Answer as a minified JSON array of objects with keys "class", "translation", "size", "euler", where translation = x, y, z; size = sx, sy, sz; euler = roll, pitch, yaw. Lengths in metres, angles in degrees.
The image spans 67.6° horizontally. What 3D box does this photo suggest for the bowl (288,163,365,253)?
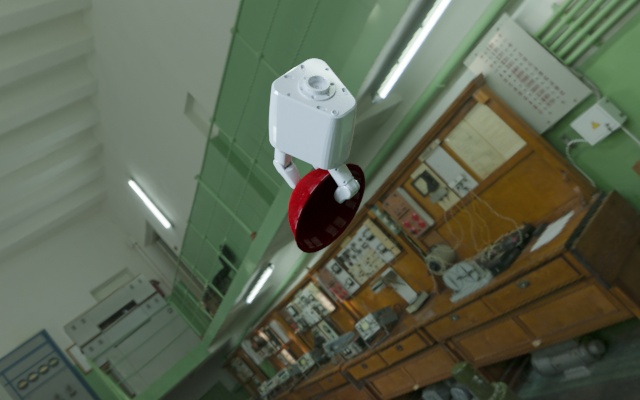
[{"class":"bowl","translation":[0.000,0.003,0.769],"size":[0.055,0.162,0.162],"euler":[33,18,31]}]
